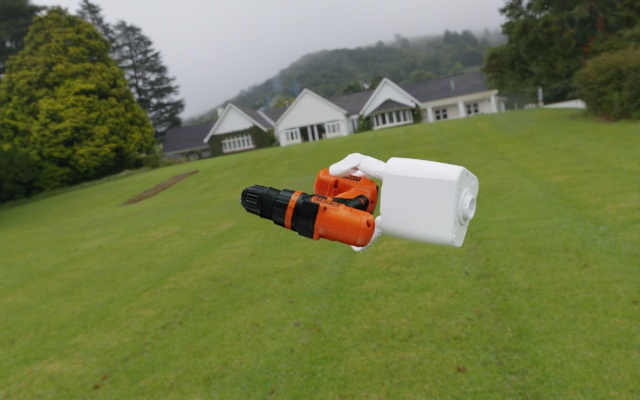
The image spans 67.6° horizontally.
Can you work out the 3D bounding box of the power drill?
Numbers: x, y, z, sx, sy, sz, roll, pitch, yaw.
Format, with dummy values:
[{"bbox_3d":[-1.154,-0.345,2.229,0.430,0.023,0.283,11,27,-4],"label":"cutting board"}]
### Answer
[{"bbox_3d":[0.001,0.002,0.686,0.184,0.057,0.187,17,20,13],"label":"power drill"}]
